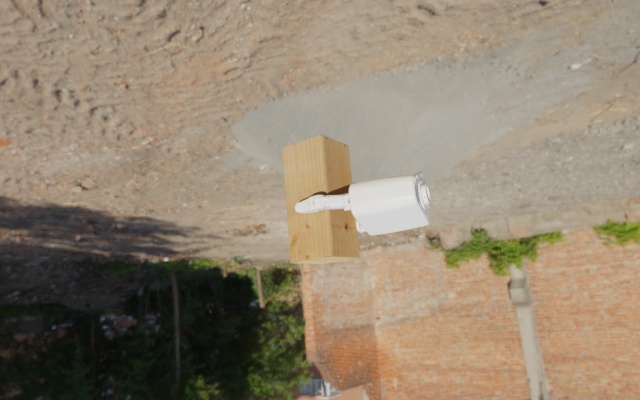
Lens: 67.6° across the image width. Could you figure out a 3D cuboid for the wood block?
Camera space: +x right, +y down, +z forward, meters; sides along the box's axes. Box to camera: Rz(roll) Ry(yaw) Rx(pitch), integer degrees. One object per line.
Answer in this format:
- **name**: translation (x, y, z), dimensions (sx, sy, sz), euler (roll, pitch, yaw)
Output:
- **wood block**: translation (0.000, 0.003, 0.837), dimensions (0.090, 0.206, 0.091), euler (-14, -15, 34)
